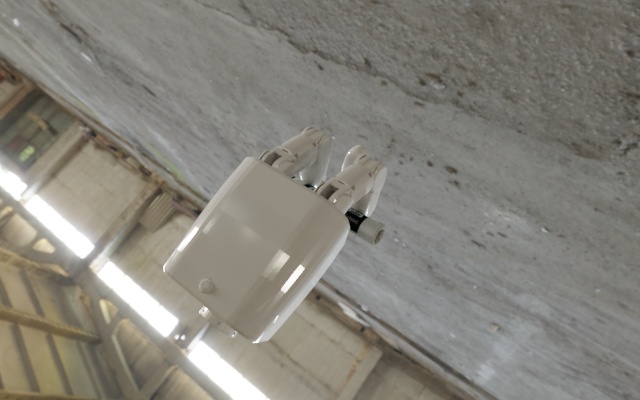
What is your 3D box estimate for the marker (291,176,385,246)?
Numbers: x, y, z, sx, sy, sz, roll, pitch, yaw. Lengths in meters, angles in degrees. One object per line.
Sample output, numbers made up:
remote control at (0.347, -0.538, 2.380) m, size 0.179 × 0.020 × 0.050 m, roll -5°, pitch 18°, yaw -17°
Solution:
marker at (0.000, 0.001, 0.407) m, size 0.121 × 0.020 × 0.020 m, roll 30°, pitch 14°, yaw 26°
